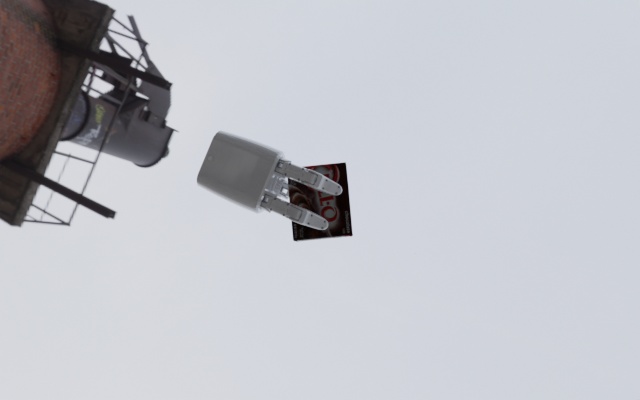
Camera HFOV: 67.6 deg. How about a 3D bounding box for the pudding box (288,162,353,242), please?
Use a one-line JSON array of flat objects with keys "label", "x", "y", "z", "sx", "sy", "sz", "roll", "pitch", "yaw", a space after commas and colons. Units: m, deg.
[{"label": "pudding box", "x": 0.000, "y": 0.002, "z": 0.722, "sx": 0.090, "sy": 0.113, "sz": 0.039, "roll": -6, "pitch": -4, "yaw": 5}]
